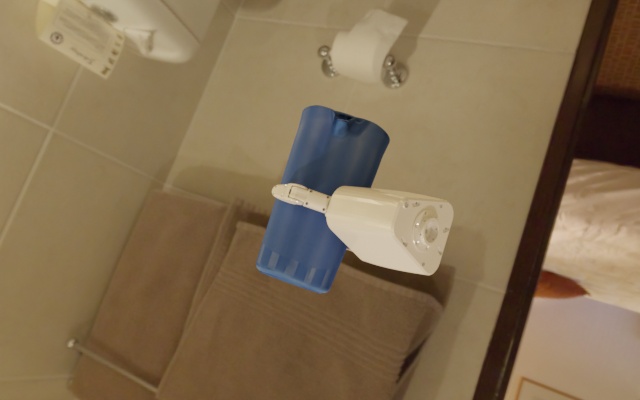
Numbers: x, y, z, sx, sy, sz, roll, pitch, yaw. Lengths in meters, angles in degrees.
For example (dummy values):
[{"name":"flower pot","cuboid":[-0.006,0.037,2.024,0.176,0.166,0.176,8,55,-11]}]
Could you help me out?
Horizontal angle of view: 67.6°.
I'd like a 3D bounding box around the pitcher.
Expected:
[{"name":"pitcher","cuboid":[0.000,0.002,0.682,0.149,0.243,0.145,28,-12,-40]}]
